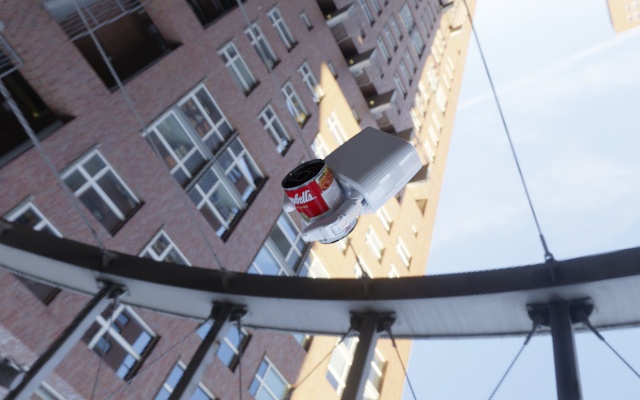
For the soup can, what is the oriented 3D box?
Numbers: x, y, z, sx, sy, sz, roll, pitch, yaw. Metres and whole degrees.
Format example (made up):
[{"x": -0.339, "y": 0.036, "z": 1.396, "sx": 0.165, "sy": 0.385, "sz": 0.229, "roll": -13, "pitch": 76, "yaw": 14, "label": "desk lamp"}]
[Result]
[{"x": 0.000, "y": 0.003, "z": 0.662, "sx": 0.068, "sy": 0.102, "sz": 0.068, "roll": -25, "pitch": 26, "yaw": 13, "label": "soup can"}]
